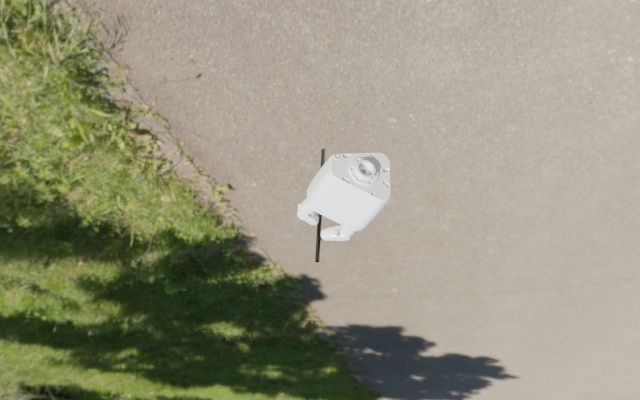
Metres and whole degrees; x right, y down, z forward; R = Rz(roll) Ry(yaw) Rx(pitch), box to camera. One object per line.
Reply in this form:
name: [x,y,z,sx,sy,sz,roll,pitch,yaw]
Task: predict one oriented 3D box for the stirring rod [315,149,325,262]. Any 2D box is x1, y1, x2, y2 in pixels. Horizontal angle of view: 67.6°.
stirring rod: [0.000,0.003,0.898,0.011,0.239,0.011,2,-29,1]
